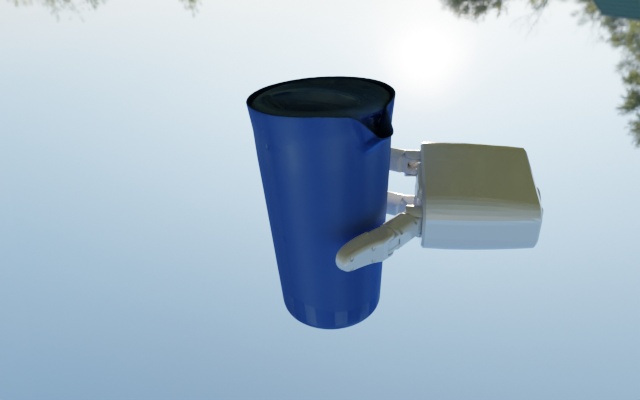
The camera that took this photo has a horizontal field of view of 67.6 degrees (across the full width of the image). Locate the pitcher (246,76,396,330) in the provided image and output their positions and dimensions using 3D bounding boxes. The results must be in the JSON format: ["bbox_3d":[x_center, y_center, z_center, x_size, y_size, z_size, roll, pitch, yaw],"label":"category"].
[{"bbox_3d":[0.000,0.002,0.486,0.145,0.243,0.149,0,28,6],"label":"pitcher"}]
